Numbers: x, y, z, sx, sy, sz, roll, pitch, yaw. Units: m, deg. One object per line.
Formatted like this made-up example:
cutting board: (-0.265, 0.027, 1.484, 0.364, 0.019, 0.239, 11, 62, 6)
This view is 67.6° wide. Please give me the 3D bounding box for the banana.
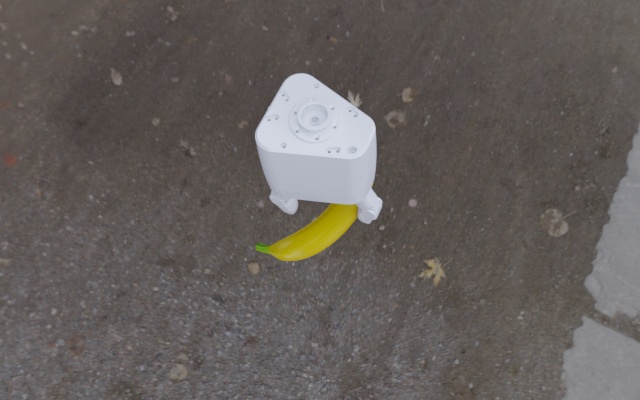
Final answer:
banana: (0.009, 0.017, 0.613, 0.198, 0.069, 0.037, -39, -22, -10)
